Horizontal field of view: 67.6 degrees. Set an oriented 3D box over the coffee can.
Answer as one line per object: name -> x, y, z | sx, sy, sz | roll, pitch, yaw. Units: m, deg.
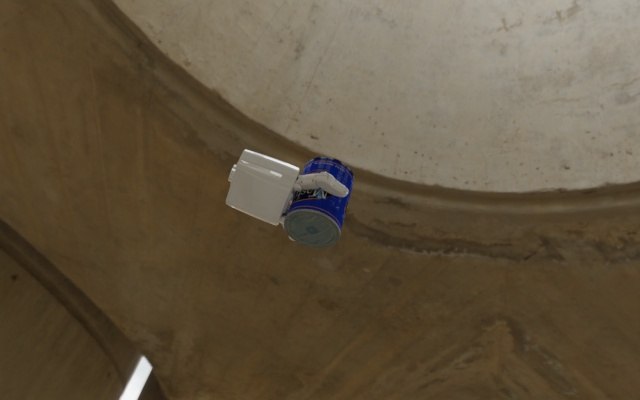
coffee can -> 0.000, 0.003, 0.888 | 0.103, 0.140, 0.103 | 10, -41, 9
